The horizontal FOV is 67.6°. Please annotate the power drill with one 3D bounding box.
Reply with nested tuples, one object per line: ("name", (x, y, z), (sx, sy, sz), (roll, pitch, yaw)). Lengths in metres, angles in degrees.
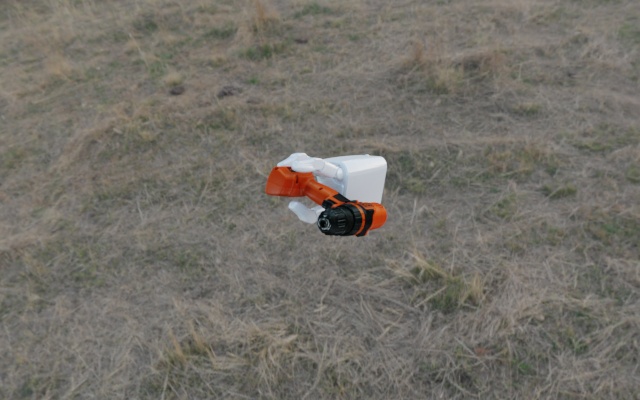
("power drill", (0.000, 0.002, 0.798), (0.187, 0.057, 0.184), (30, 16, 28))
